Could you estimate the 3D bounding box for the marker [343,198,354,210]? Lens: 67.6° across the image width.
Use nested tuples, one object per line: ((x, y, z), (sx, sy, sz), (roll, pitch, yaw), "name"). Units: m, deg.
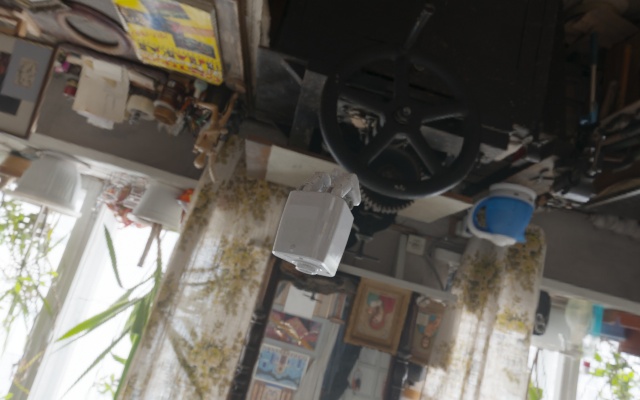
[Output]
((0.000, 0.003, 0.805), (0.121, 0.020, 0.020), (5, 3, 36), "marker")
